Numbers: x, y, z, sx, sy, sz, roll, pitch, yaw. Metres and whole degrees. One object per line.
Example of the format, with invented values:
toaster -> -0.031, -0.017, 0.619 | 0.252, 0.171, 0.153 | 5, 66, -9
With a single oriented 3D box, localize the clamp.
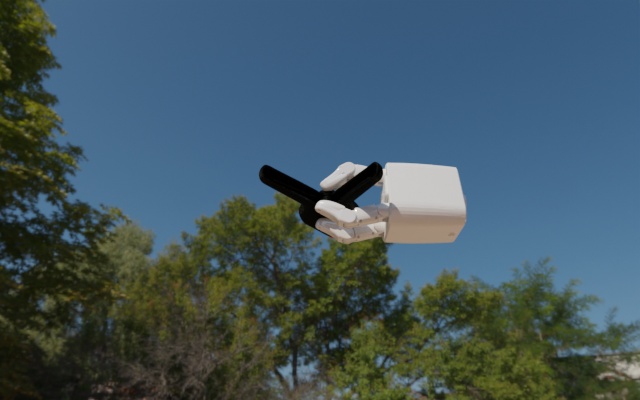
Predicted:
clamp -> 0.000, 0.002, 0.707 | 0.164, 0.036, 0.210 | 3, -27, 2
